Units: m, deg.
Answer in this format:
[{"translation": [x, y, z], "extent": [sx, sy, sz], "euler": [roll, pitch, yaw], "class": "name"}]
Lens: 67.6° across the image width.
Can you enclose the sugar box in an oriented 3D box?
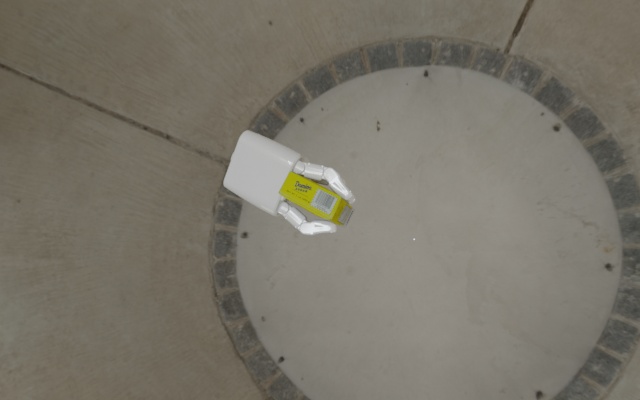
[{"translation": [0.000, 0.002, 0.798], "extent": [0.093, 0.048, 0.176], "euler": [28, 1, 12], "class": "sugar box"}]
